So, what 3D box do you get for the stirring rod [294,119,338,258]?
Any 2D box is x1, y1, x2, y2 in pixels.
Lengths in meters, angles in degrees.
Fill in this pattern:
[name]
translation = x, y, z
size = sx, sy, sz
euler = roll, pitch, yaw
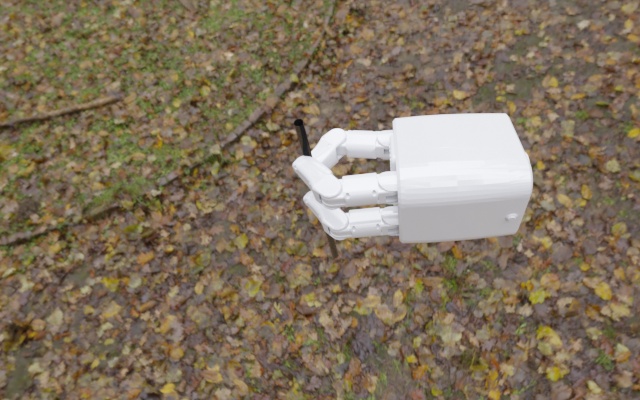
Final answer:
[stirring rod]
translation = 0.000, 0.002, 0.495
size = 0.011, 0.011, 0.240
euler = 0, -33, 11
